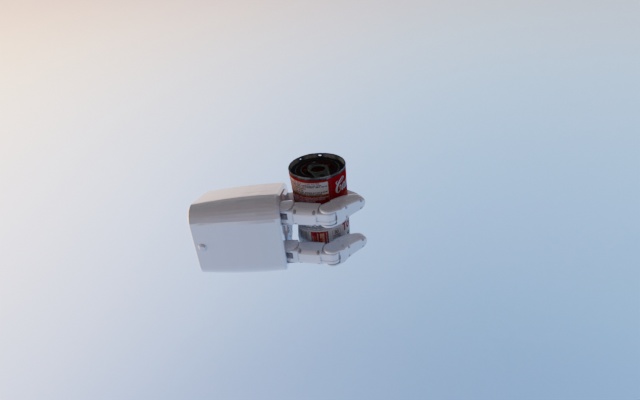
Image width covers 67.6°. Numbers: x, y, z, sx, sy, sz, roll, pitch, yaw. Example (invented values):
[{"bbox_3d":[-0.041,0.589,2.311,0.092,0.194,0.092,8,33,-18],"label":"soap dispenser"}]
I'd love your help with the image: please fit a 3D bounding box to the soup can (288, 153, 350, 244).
[{"bbox_3d":[0.001,0.002,0.582,0.068,0.102,0.068,-4,30,2],"label":"soup can"}]
